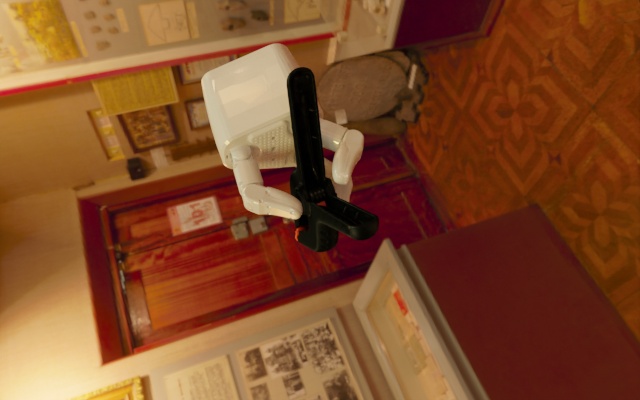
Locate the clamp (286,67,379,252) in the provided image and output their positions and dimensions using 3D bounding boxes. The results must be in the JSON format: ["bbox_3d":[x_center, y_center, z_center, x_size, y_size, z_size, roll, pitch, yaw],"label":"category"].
[{"bbox_3d":[-0.001,0.002,0.465,0.036,0.164,0.210,-15,-29,-15],"label":"clamp"}]
